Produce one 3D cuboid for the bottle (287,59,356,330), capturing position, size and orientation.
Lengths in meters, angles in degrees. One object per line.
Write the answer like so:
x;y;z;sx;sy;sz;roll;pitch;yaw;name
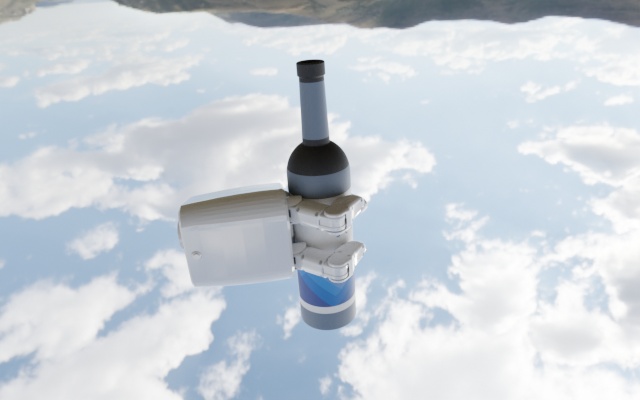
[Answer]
0.000;0.002;0.513;0.069;0.296;0.069;-3;25;2;bottle
